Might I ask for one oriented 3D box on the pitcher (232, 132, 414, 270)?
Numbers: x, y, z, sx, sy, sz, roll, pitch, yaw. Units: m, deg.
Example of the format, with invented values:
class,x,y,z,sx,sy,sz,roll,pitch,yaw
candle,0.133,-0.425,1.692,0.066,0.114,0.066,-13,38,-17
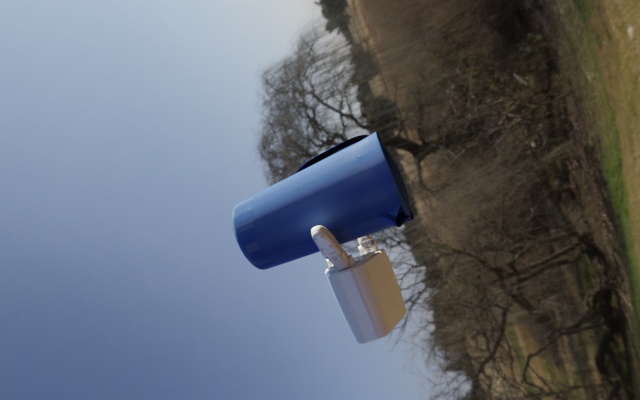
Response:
class,x,y,z,sx,sy,sz,roll,pitch,yaw
pitcher,0.000,0.002,0.693,0.243,0.145,0.149,-23,0,12
